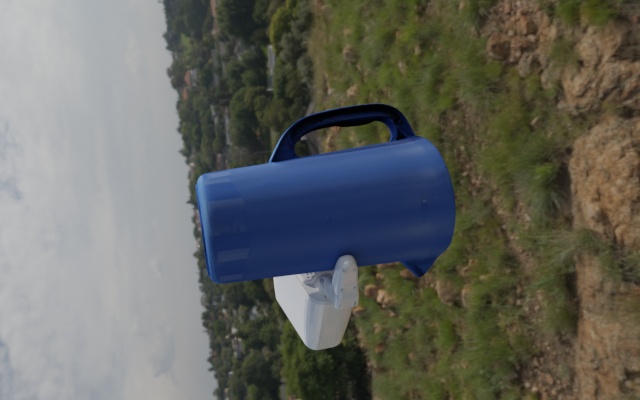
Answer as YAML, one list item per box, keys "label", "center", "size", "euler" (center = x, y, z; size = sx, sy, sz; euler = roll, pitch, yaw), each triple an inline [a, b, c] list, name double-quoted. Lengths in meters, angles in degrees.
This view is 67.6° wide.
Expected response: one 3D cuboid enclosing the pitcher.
- label: "pitcher"
  center: [0.000, 0.002, 0.490]
  size: [0.243, 0.145, 0.149]
  euler: [-8, 45, -14]
